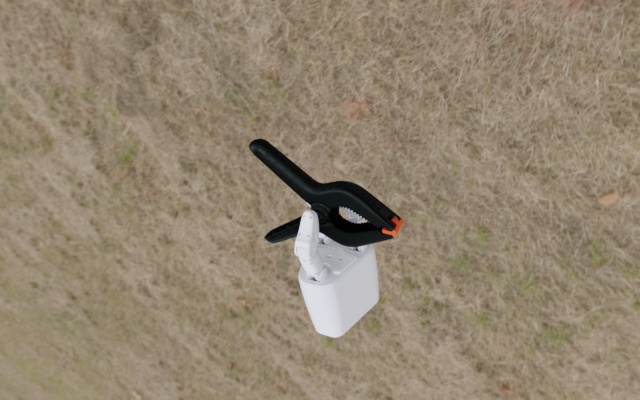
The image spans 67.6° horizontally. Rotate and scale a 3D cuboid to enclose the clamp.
[{"bbox_3d":[0.000,0.003,0.606,0.210,0.165,0.036,8,38,28],"label":"clamp"}]
